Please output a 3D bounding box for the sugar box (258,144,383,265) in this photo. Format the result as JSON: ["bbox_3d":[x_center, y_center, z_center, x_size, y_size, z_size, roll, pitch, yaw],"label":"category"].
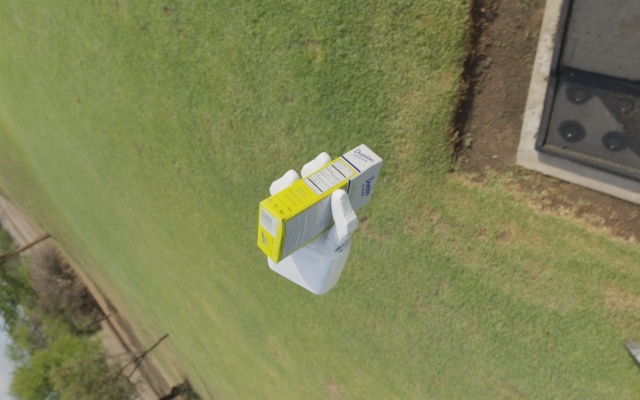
[{"bbox_3d":[0.000,0.002,0.627,0.176,0.093,0.048,-34,63,-32],"label":"sugar box"}]
